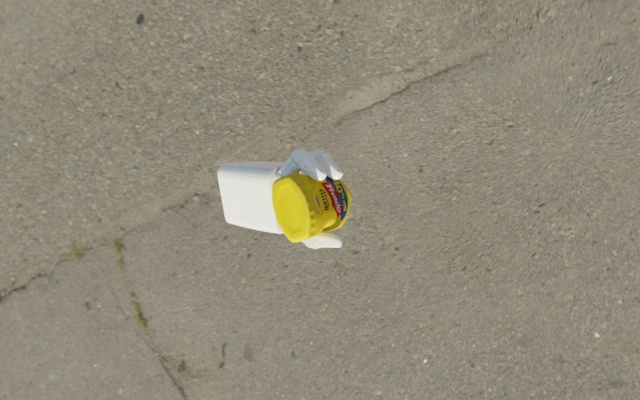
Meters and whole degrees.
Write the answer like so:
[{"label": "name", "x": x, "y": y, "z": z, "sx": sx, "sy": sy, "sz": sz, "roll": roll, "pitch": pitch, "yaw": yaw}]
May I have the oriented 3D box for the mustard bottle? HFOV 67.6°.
[{"label": "mustard bottle", "x": 0.000, "y": 0.002, "z": 0.750, "sx": 0.058, "sy": 0.096, "sz": 0.191, "roll": -20, "pitch": -3, "yaw": 28}]
